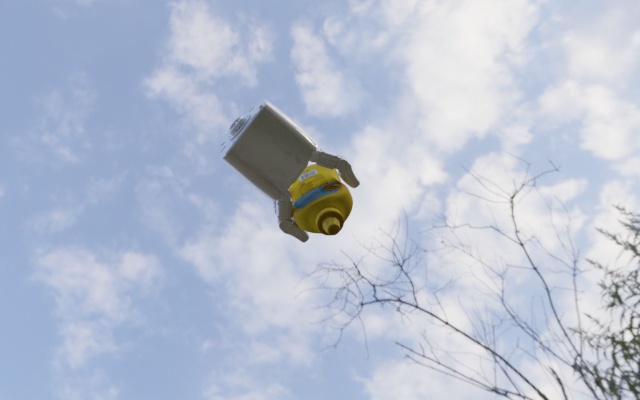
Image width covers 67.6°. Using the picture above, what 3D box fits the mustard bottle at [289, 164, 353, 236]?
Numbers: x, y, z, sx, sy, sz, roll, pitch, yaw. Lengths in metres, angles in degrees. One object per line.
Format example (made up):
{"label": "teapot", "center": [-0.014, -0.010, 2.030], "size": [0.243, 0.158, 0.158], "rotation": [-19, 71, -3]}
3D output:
{"label": "mustard bottle", "center": [0.000, 0.003, 0.752], "size": [0.096, 0.058, 0.191], "rotation": [-24, 26, -1]}
